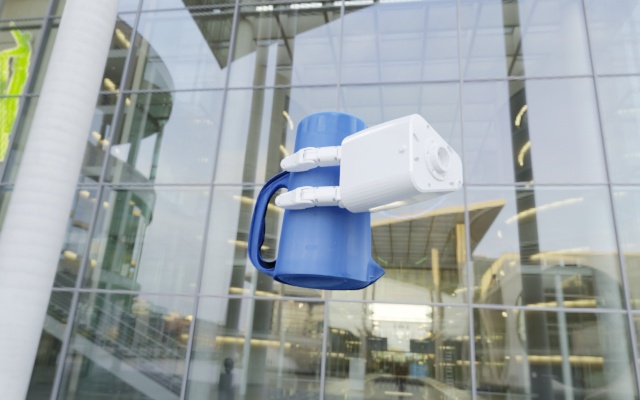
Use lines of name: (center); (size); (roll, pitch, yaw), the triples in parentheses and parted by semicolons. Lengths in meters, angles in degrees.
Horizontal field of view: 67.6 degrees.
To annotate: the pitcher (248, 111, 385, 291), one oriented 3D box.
pitcher: (0.000, 0.002, 0.675); (0.149, 0.242, 0.145); (19, -23, -38)
